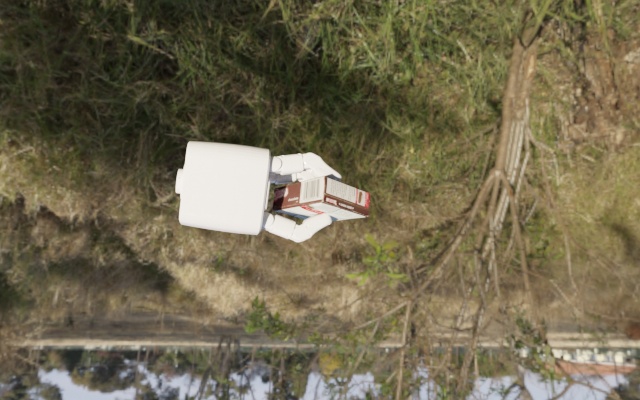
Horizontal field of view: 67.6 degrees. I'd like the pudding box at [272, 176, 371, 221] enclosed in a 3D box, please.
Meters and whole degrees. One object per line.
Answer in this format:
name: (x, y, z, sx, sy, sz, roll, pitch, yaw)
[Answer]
pudding box: (0.000, 0.002, 0.674, 0.090, 0.039, 0.113, 17, -17, -39)
